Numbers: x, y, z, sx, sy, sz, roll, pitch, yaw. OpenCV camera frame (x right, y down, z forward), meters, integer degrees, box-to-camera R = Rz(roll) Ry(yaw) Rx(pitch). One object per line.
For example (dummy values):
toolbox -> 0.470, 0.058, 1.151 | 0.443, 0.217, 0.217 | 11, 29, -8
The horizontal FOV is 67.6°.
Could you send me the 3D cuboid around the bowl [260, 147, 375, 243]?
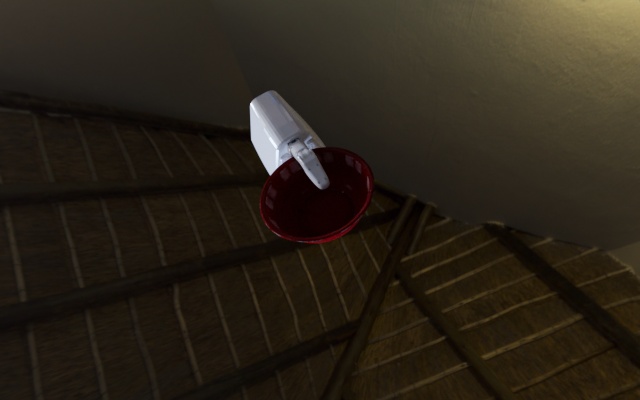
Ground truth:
bowl -> 0.001, 0.003, 0.667 | 0.162, 0.162, 0.055 | 0, -37, 19
